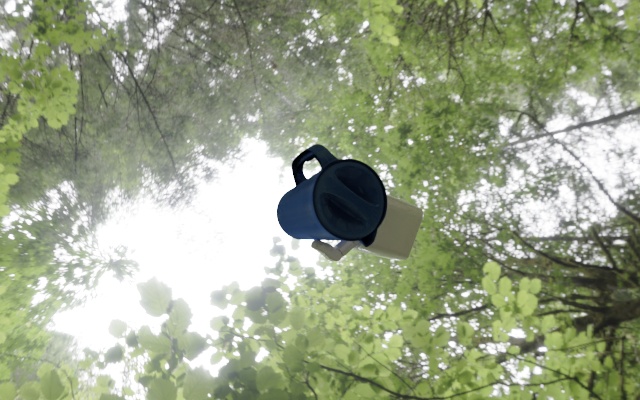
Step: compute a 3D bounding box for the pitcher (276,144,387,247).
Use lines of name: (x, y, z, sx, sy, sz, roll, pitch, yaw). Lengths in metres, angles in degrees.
pitcher: (0.000, 0.003, 0.862, 0.145, 0.149, 0.243, 16, -13, -21)
